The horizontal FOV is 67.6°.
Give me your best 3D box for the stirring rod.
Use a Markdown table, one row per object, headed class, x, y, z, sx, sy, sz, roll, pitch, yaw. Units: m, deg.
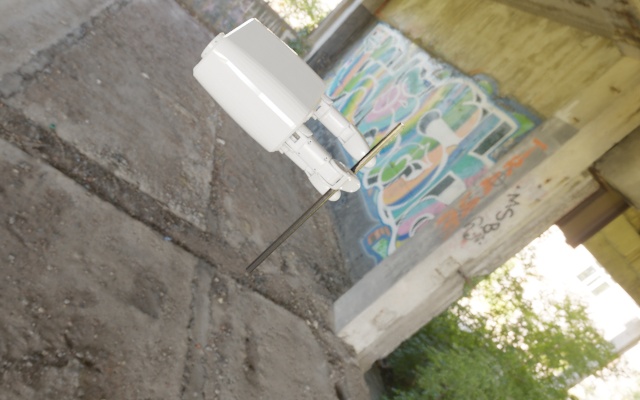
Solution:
| class | x | y | z | sx | sy | sz | roll | pitch | yaw |
| --- | --- | --- | --- | --- | --- | --- | --- | --- | --- |
| stirring rod | 0.000 | 0.002 | 0.522 | 0.239 | 0.011 | 0.011 | -44 | -15 | 16 |
